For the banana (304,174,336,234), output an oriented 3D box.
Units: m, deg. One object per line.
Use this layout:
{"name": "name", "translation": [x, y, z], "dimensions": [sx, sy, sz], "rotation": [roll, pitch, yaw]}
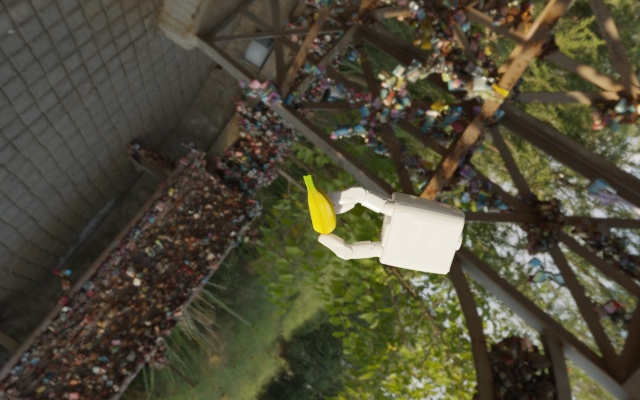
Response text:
{"name": "banana", "translation": [0.003, 0.019, 0.749], "dimensions": [0.037, 0.069, 0.198], "rotation": [-10, -17, -1]}
